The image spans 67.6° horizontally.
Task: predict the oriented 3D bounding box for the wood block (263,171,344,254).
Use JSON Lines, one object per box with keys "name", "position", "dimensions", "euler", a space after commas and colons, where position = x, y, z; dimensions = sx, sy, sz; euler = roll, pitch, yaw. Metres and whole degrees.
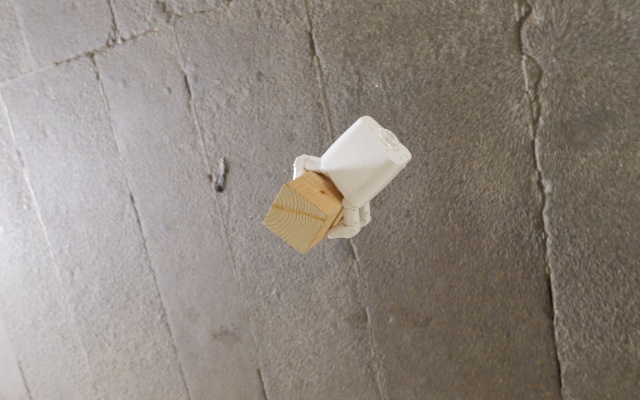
{"name": "wood block", "position": [0.000, 0.002, 0.855], "dimensions": [0.091, 0.090, 0.206], "euler": [37, 28, 11]}
